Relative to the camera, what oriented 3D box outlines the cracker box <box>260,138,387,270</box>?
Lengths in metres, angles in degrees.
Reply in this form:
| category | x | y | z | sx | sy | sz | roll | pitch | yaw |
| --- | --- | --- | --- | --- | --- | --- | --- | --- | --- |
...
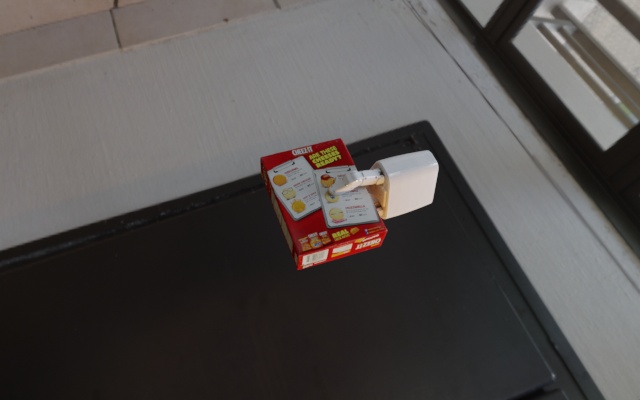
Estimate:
| category | x | y | z | sx | sy | sz | roll | pitch | yaw |
| --- | --- | --- | --- | --- | --- | --- | --- | --- | --- |
| cracker box | 0.000 | 0.003 | 0.867 | 0.164 | 0.213 | 0.072 | -15 | -30 | -16 |
